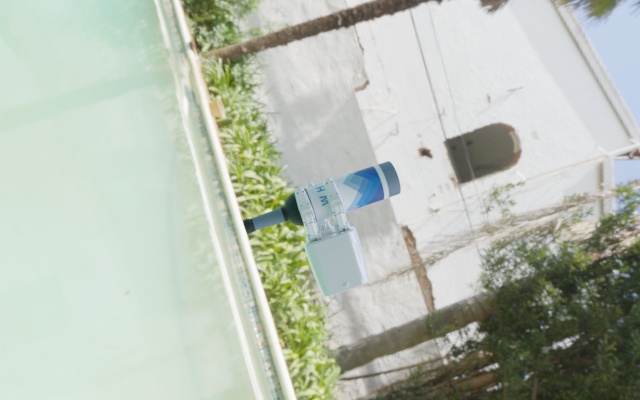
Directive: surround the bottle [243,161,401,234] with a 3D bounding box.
[{"bbox_3d":[0.000,0.003,0.890,0.295,0.069,0.069,-18,2,-5],"label":"bottle"}]
